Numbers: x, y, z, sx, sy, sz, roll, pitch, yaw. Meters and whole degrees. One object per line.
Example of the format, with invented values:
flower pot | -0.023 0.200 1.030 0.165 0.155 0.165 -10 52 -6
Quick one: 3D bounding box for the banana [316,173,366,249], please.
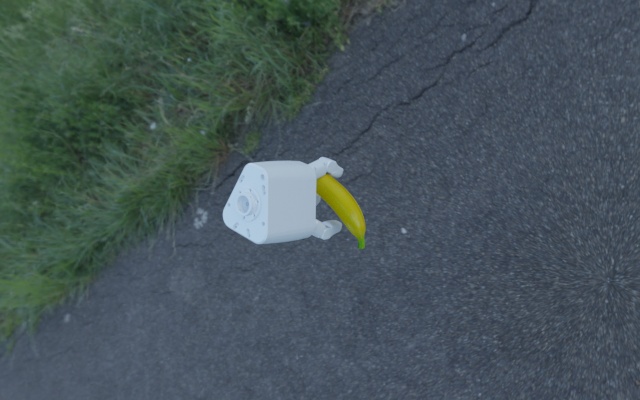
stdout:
banana | 0.010 -0.008 0.775 0.037 0.197 0.070 -22 -29 -45
